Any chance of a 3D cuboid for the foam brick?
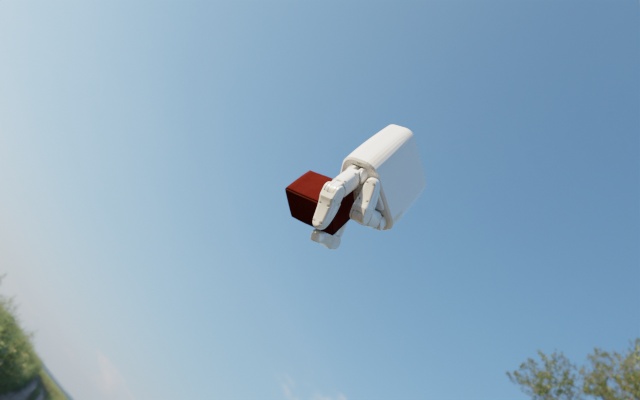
[{"bbox_3d":[0.000,0.002,0.652,0.078,0.053,0.051,23,49,32],"label":"foam brick"}]
